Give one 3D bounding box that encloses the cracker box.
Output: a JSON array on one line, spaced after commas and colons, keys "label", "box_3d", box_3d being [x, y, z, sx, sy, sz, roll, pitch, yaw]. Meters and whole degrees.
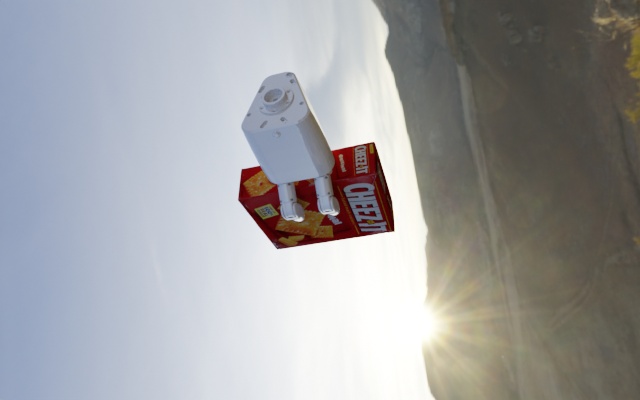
[{"label": "cracker box", "box_3d": [0.000, 0.002, 0.762, 0.214, 0.072, 0.164, -10, -36, 14]}]
